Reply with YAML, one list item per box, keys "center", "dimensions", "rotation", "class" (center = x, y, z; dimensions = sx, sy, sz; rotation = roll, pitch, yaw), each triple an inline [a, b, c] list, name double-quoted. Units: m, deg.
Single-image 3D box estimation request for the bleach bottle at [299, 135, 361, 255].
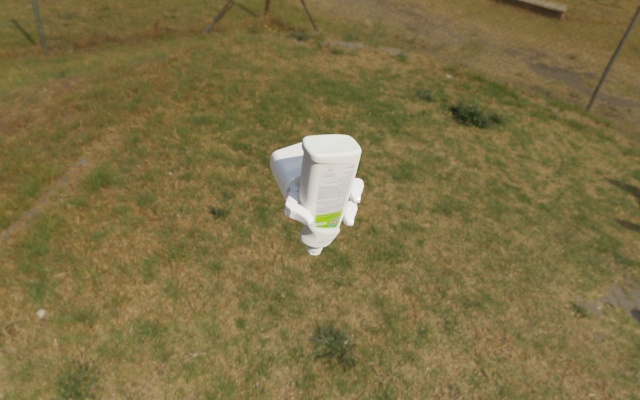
- center: [0.000, 0.003, 0.873]
  dimensions: [0.102, 0.251, 0.068]
  rotation: [-6, 41, -23]
  class: "bleach bottle"
